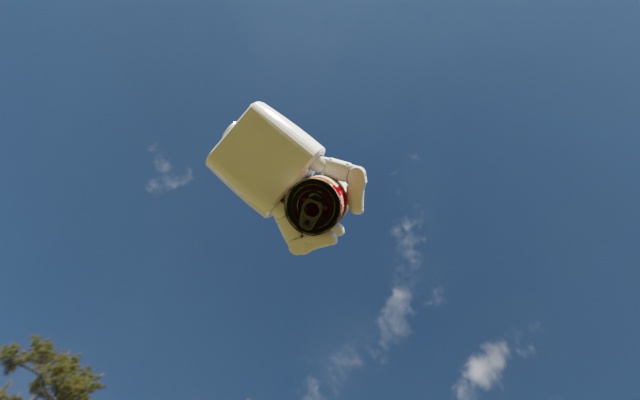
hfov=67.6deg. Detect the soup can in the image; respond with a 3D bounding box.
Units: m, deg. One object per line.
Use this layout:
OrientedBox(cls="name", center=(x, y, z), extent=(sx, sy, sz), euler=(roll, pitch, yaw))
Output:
OrientedBox(cls="soup can", center=(0.001, 0.002, 0.601), extent=(0.068, 0.068, 0.102), euler=(0, 7, 11))
